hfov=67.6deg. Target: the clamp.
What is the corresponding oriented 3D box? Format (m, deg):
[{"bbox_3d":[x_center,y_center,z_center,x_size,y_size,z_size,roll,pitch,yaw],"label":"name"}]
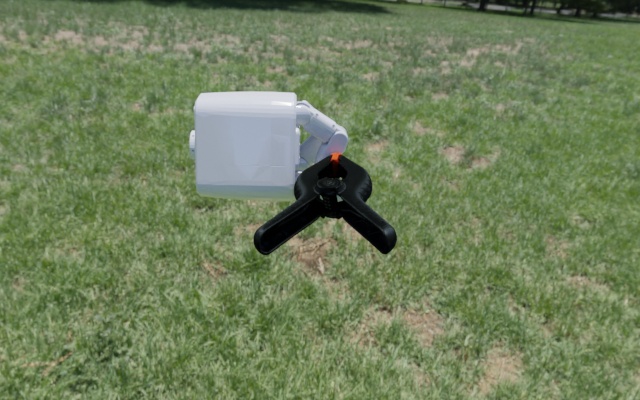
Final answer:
[{"bbox_3d":[0.000,0.001,0.459,0.120,0.039,0.171,0,26,-3],"label":"clamp"}]
